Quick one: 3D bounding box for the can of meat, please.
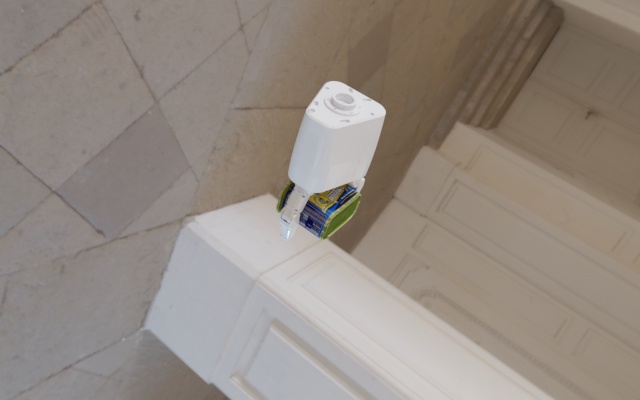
[{"bbox_3d":[0.000,0.003,0.701,0.084,0.057,0.102,34,41,18],"label":"can of meat"}]
